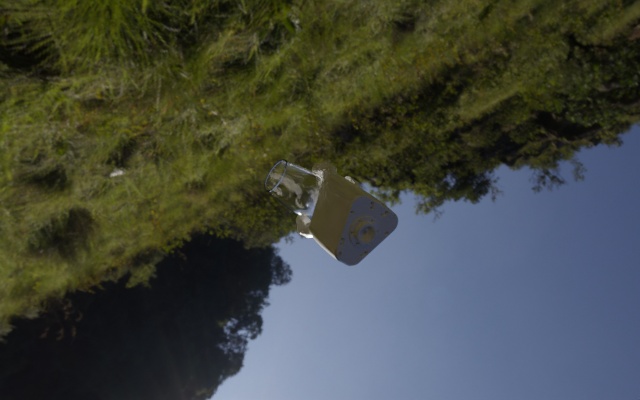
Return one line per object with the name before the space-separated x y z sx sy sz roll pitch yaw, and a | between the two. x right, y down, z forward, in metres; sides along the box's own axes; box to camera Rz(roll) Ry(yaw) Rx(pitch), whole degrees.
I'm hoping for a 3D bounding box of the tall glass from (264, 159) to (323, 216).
tall glass | 0.001 0.003 0.844 0.201 0.079 0.079 31 -15 -27
